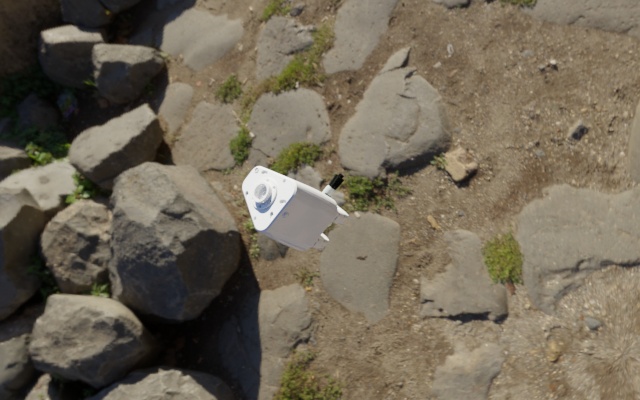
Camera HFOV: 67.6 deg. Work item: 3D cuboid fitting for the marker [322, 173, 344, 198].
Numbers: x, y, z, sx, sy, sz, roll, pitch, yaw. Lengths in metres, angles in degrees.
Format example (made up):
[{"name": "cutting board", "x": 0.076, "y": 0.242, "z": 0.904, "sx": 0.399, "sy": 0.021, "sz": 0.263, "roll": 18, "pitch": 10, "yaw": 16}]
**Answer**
[{"name": "marker", "x": 0.000, "y": 0.003, "z": 0.827, "sx": 0.020, "sy": 0.121, "sz": 0.020, "roll": 37, "pitch": 8, "yaw": -6}]
